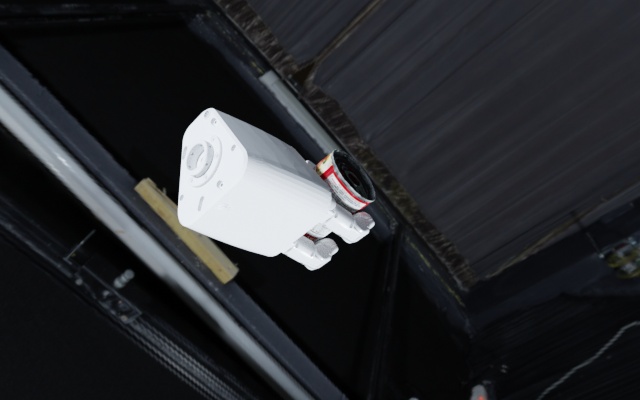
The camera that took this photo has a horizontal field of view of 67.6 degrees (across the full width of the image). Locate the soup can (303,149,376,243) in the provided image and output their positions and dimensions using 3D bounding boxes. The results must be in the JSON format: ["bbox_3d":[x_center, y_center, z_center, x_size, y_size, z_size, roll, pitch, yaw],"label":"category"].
[{"bbox_3d":[0.000,0.002,0.523,0.102,0.068,0.068,-39,-18,24],"label":"soup can"}]
